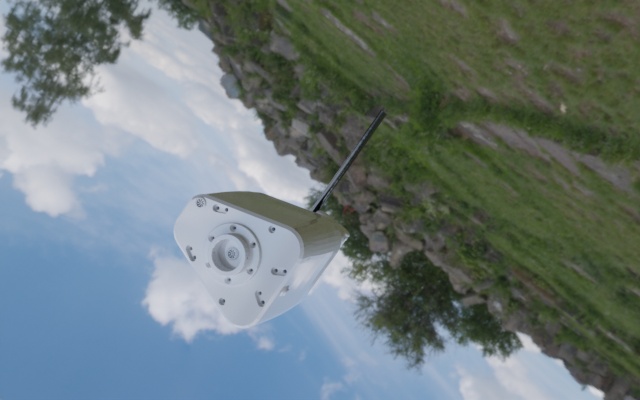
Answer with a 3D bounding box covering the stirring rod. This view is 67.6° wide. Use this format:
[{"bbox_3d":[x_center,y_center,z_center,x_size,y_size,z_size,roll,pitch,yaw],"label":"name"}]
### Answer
[{"bbox_3d":[0.000,0.002,0.536,0.011,0.239,0.011,34,10,-7],"label":"stirring rod"}]
